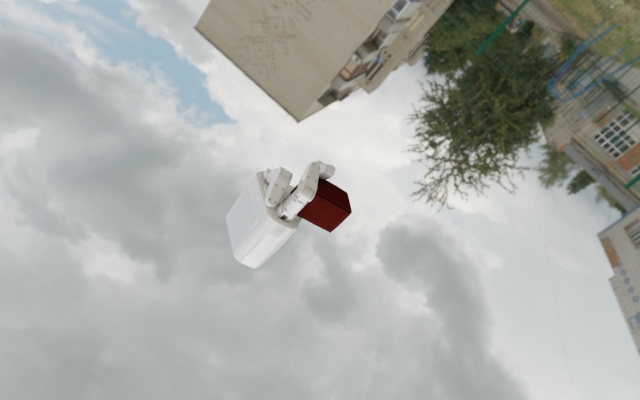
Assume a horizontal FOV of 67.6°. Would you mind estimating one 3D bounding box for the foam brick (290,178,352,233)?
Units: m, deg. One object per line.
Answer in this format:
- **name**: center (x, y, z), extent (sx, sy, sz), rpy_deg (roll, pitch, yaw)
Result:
- **foam brick**: center (0.000, 0.003, 0.728), extent (0.078, 0.051, 0.053), rpy_deg (29, 29, -23)
